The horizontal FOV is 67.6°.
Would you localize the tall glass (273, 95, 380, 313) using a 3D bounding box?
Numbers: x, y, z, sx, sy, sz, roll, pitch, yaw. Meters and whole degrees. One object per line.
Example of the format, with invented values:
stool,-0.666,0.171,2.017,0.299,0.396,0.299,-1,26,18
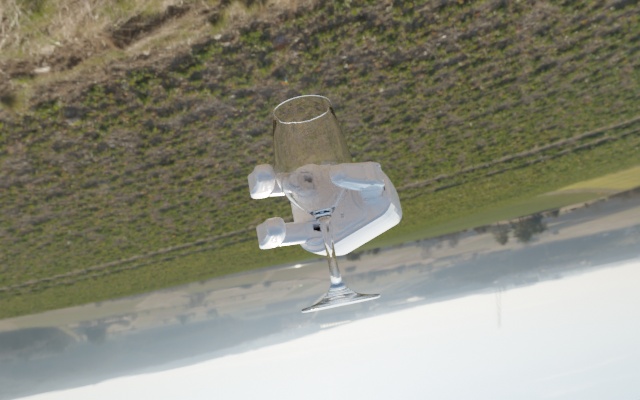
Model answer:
tall glass,0.000,0.002,0.466,0.079,0.201,0.079,-11,-14,-3
